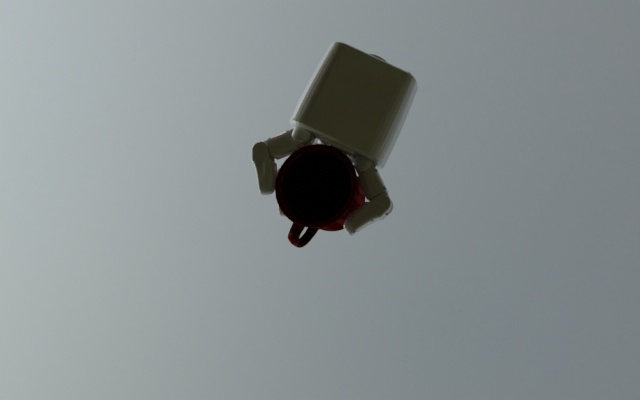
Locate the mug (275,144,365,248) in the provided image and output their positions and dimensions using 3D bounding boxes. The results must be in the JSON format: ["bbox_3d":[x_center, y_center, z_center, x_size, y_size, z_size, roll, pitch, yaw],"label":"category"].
[{"bbox_3d":[0.000,0.003,0.551,0.093,0.117,0.081,25,-3,20],"label":"mug"}]
